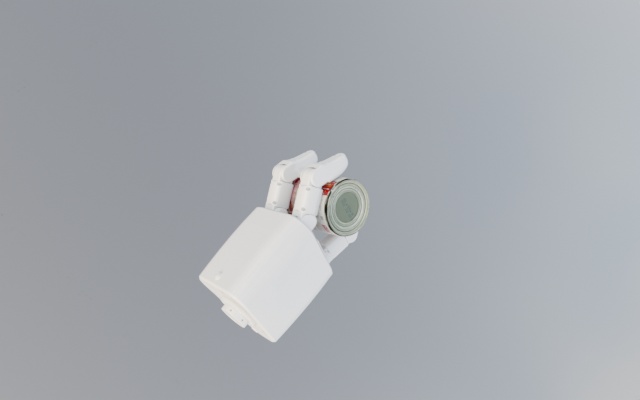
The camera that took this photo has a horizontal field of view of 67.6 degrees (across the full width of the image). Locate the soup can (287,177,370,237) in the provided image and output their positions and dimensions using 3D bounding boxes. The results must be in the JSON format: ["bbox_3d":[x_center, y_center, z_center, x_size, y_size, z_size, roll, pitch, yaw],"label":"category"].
[{"bbox_3d":[0.001,0.002,0.571,0.068,0.068,0.102,0,7,-39],"label":"soup can"}]
